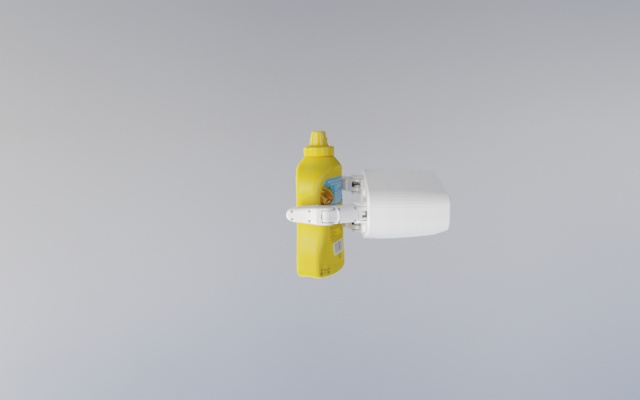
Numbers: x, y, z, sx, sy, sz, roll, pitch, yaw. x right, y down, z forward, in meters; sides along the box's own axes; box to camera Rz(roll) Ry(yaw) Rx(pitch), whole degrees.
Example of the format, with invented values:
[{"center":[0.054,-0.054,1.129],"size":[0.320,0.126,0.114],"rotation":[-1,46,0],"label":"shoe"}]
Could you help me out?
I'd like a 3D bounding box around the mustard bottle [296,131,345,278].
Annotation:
[{"center":[0.000,0.002,0.651],"size":[0.058,0.191,0.096],"rotation":[3,10,24],"label":"mustard bottle"}]
